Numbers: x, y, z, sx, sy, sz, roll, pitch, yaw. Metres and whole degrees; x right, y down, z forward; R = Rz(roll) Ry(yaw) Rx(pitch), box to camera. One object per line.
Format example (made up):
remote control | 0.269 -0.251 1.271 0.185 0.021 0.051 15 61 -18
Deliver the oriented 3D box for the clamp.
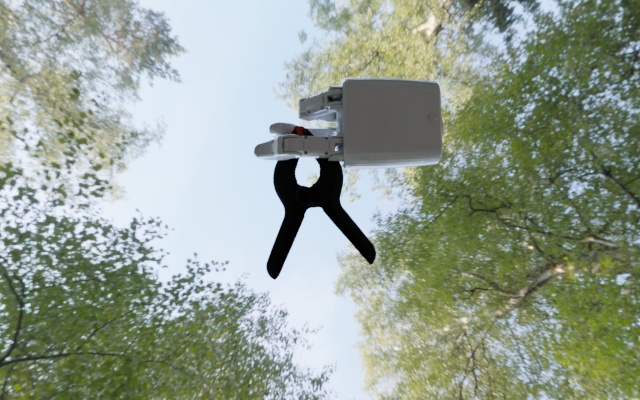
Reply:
clamp | 0.000 0.002 0.532 0.120 0.171 0.039 0 -6 -1
